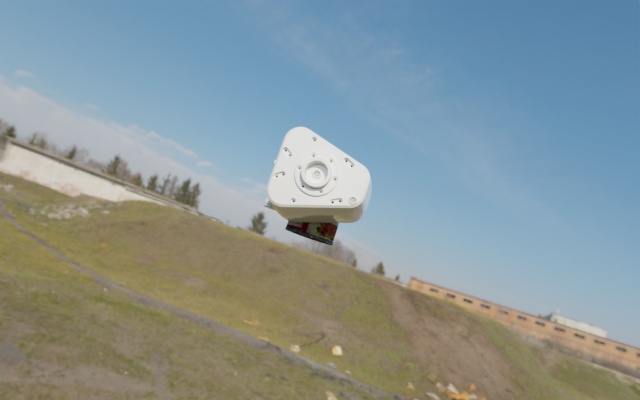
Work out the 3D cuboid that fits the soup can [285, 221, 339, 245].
[{"bbox_3d":[0.000,0.002,0.649,0.068,0.102,0.068,18,-7,2],"label":"soup can"}]
